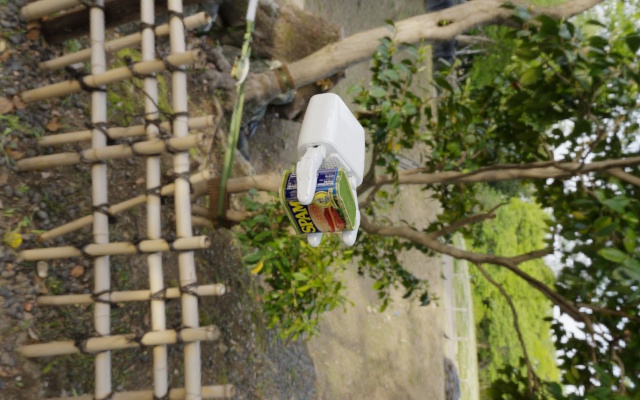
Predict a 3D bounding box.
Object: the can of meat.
[{"bbox_3d":[0.000,0.002,0.667,0.084,0.057,0.102,-5,-43,17],"label":"can of meat"}]
